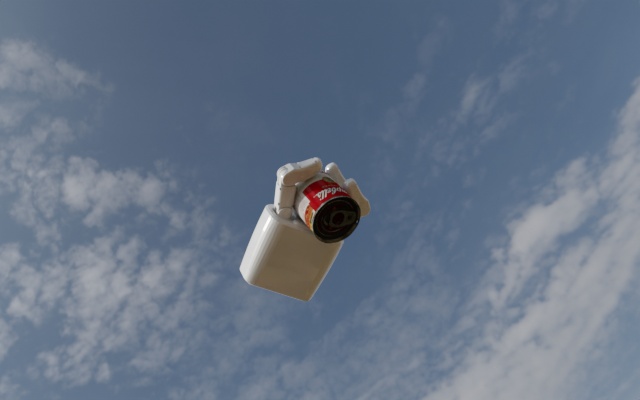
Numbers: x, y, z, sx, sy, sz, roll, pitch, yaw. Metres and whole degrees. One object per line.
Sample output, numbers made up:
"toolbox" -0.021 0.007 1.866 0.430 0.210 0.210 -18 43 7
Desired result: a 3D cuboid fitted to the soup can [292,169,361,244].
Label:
"soup can" 0.000 0.001 0.637 0.068 0.068 0.102 0 27 -28
